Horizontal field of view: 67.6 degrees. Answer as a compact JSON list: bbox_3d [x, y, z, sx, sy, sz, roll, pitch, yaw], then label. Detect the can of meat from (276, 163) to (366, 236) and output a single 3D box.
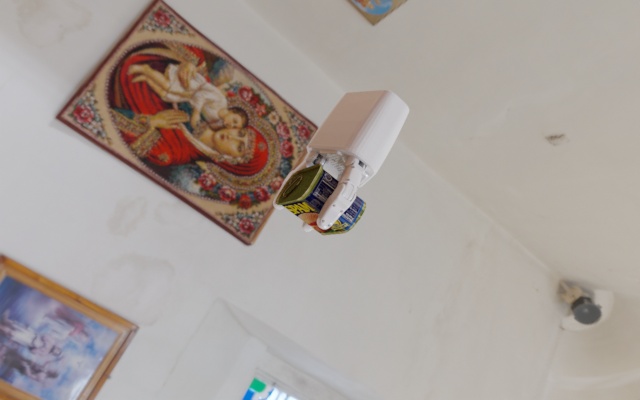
[{"bbox_3d":[0.000,0.002,0.643,0.084,0.057,0.102,37,-21,-19],"label":"can of meat"}]
